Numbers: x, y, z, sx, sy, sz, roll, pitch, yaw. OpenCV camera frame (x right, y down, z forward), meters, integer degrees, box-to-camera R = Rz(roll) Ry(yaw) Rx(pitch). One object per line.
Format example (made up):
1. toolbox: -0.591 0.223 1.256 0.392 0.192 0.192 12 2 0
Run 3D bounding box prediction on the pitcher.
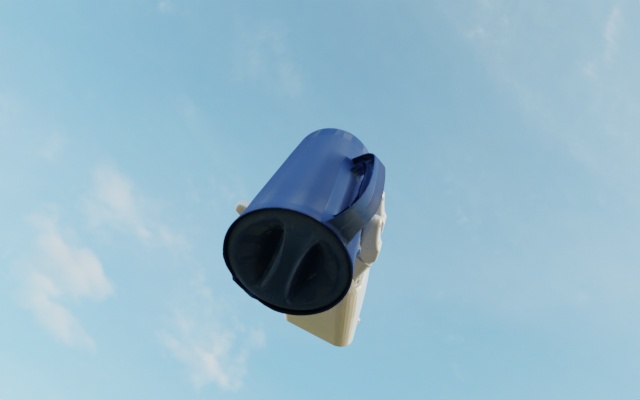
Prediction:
1. pitcher: 0.000 0.002 0.559 0.149 0.145 0.242 9 33 10
